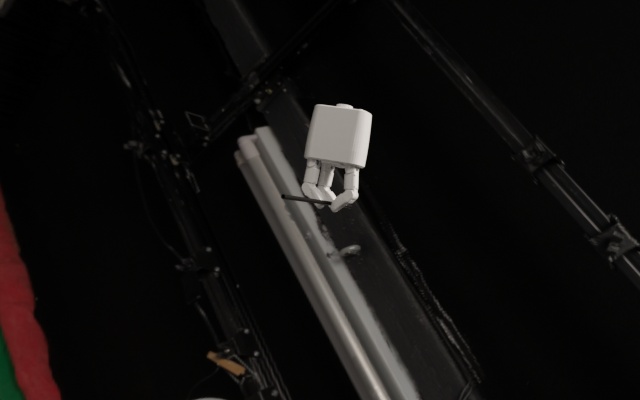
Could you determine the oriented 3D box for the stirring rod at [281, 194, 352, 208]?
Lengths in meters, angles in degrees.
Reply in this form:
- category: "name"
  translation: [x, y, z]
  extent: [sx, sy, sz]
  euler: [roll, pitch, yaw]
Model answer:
- category: "stirring rod"
  translation: [0.000, 0.003, 0.891]
  extent: [0.011, 0.011, 0.239]
  euler: [0, -5, 31]
